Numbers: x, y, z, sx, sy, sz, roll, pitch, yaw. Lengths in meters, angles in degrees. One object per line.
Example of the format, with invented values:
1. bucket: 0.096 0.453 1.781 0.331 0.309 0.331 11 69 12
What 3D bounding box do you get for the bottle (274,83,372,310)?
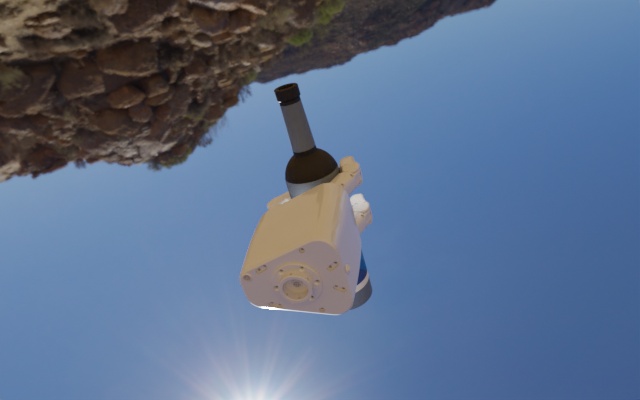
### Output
1. bottle: 0.000 0.002 0.588 0.069 0.296 0.069 -14 26 7
